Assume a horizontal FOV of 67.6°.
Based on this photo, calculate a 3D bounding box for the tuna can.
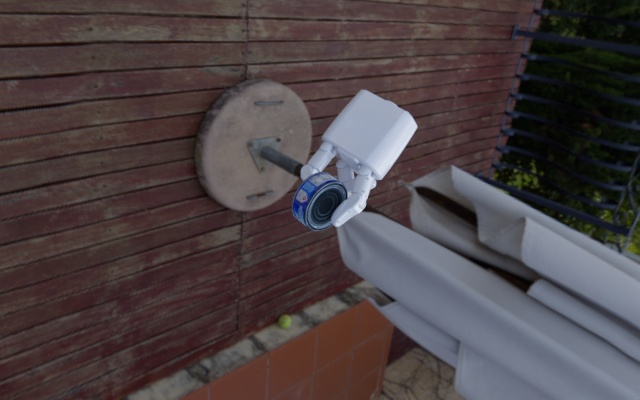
[{"bbox_3d":[0.000,0.003,0.721,0.086,0.086,0.033,0,27,-45],"label":"tuna can"}]
